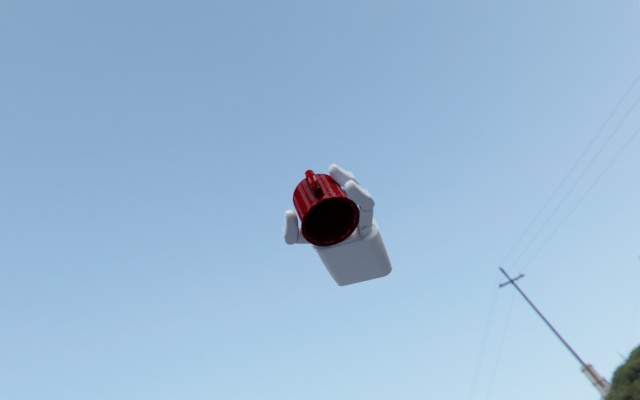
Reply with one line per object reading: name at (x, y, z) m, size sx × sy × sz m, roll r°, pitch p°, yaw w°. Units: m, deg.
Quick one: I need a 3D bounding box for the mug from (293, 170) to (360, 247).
mug at (-0.001, 0.001, 0.737) m, size 0.093 × 0.117 × 0.081 m, roll -26°, pitch 39°, yaw -1°
